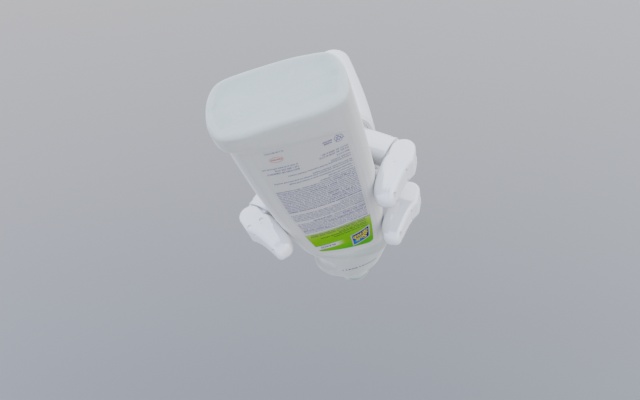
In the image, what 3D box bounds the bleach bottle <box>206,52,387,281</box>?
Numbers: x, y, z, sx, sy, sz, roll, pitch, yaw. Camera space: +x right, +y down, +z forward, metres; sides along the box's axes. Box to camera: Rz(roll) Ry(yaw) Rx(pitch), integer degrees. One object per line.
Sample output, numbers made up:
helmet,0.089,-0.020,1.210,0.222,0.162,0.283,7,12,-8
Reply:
bleach bottle,0.000,0.001,0.408,0.102,0.068,0.251,-15,-39,5
